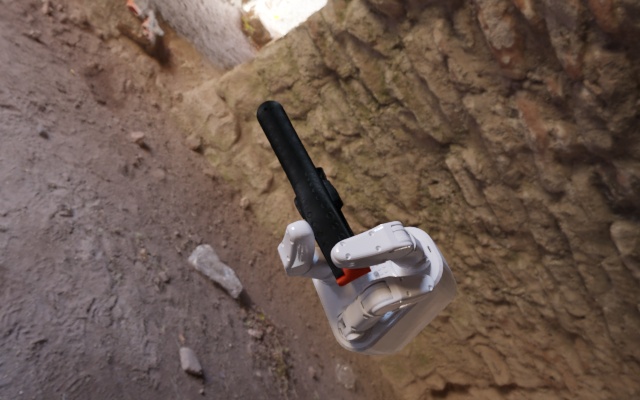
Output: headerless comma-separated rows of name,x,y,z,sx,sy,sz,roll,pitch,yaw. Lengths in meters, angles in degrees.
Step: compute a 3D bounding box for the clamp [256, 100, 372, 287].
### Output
clamp,0.001,0.001,0.420,0.039,0.171,0.120,-30,-29,11
